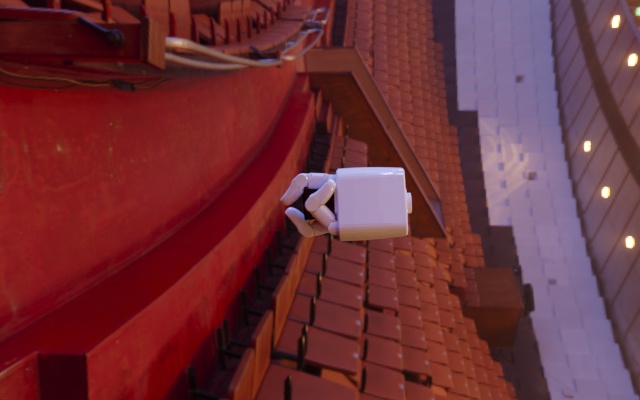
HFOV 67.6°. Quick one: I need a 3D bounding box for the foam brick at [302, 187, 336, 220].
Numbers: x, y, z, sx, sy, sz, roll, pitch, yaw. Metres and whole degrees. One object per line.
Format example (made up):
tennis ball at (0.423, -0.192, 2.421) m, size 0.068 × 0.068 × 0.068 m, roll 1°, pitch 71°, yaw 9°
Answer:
foam brick at (0.000, 0.003, 0.807) m, size 0.051 × 0.053 × 0.078 m, roll -4°, pitch 5°, yaw 5°
